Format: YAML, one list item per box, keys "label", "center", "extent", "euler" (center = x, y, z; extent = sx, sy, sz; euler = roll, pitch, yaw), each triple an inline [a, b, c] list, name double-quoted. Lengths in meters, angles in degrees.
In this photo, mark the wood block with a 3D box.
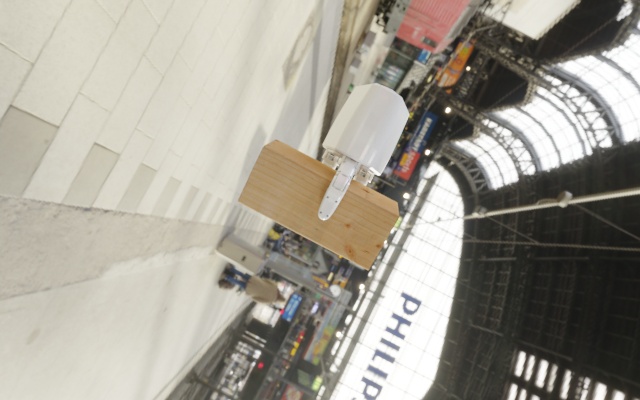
- label: "wood block"
  center: [0.000, 0.002, 0.688]
  extent: [0.206, 0.090, 0.091]
  euler: [28, 15, 0]
